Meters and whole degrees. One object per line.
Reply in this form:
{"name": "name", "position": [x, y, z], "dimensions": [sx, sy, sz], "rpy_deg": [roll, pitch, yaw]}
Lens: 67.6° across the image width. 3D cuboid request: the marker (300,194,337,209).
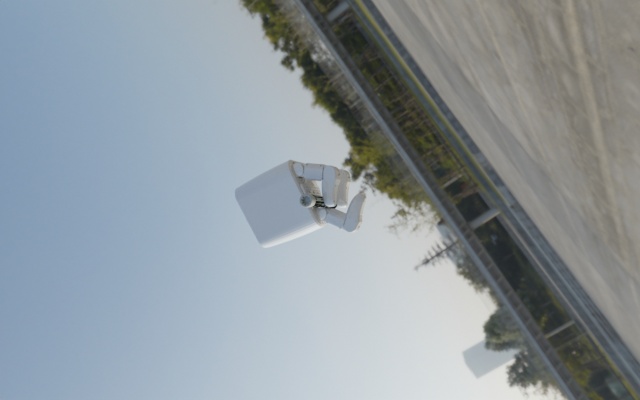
{"name": "marker", "position": [0.000, 0.002, 0.711], "dimensions": [0.020, 0.020, 0.121], "rpy_deg": [0, -2, 20]}
